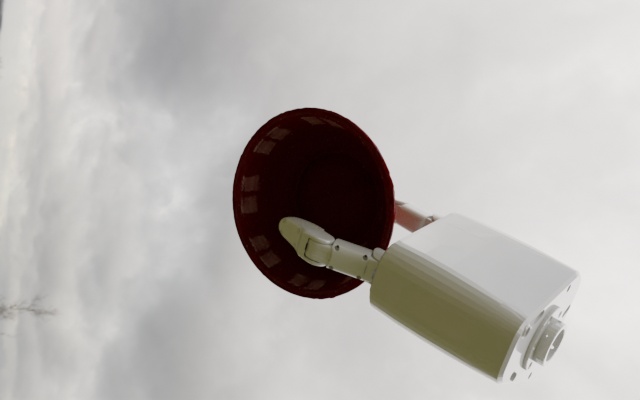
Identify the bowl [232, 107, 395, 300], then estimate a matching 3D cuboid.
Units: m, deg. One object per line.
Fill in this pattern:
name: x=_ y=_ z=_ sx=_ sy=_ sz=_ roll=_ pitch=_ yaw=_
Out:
bowl: x=-0.001 y=0.001 z=0.424 sx=0.162 sy=0.162 sz=0.055 roll=0 pitch=5 yaw=31
